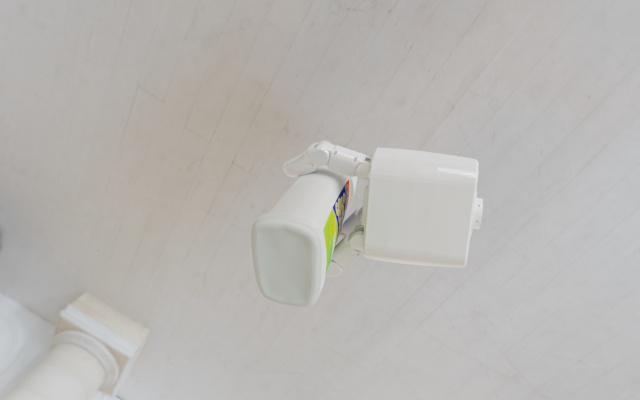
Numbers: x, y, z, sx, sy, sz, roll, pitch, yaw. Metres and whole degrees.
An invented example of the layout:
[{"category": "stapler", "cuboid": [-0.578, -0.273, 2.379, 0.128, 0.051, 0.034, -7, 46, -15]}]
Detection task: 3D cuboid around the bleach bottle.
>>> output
[{"category": "bleach bottle", "cuboid": [0.000, 0.002, 0.540, 0.068, 0.103, 0.250, 8, 31, 13]}]
